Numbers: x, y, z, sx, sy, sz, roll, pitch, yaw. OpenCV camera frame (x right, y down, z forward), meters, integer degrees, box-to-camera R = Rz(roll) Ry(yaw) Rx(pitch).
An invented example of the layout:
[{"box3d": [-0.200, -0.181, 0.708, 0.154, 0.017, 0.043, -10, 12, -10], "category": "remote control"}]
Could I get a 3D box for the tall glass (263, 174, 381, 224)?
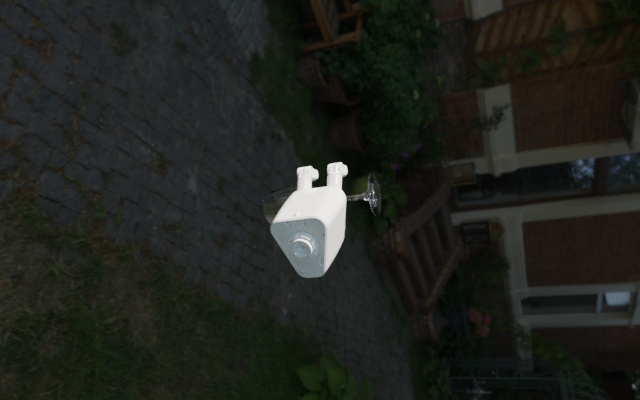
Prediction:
[{"box3d": [0.001, 0.003, 0.846, 0.201, 0.079, 0.079, -7, -3, 21], "category": "tall glass"}]
